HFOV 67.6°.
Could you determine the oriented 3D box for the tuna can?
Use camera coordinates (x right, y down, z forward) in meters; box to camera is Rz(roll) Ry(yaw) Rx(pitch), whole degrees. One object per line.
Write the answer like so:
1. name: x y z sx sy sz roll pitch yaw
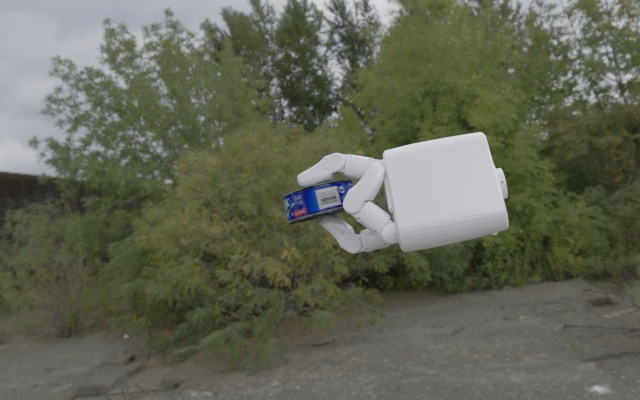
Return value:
1. tuna can: 0.000 0.001 0.562 0.086 0.034 0.086 -14 -5 -1
